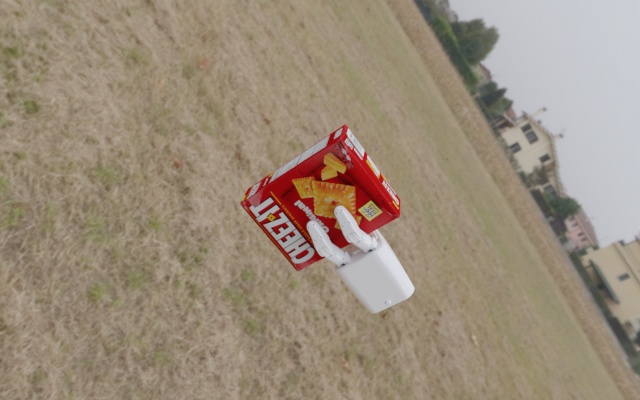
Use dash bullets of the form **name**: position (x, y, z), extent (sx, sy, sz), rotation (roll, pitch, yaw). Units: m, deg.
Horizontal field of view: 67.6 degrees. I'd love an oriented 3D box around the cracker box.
- **cracker box**: position (0.000, 0.002, 0.796), extent (0.214, 0.164, 0.072), rotation (-31, 18, 22)
